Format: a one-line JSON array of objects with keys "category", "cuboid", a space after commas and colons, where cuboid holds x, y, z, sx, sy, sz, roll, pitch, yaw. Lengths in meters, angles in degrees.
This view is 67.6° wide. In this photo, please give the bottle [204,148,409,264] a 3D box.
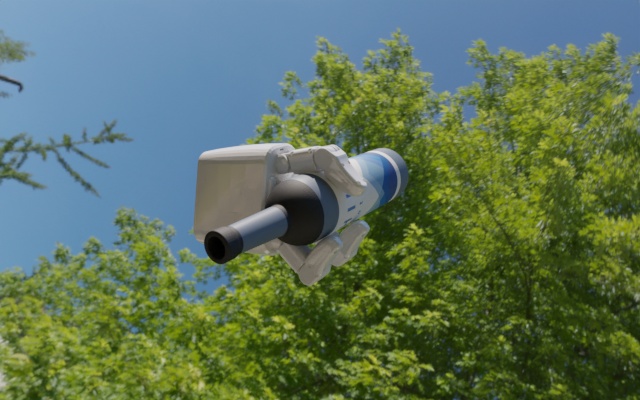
[{"category": "bottle", "cuboid": [0.000, 0.002, 0.485, 0.069, 0.069, 0.295, 0, 14, 34]}]
